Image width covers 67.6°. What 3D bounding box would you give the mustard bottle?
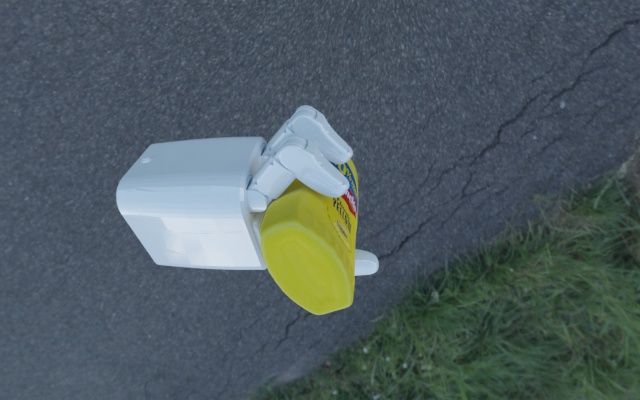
[{"bbox_3d":[0.000,0.001,0.429,0.058,0.096,0.191,-22,29,20],"label":"mustard bottle"}]
